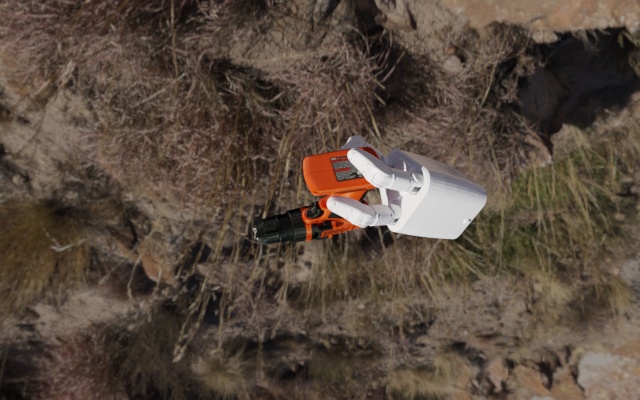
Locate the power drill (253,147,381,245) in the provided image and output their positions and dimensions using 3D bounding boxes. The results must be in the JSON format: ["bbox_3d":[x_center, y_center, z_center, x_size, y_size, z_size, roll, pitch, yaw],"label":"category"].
[{"bbox_3d":[0.000,0.002,0.666,0.184,0.057,0.188,-12,-22,-17],"label":"power drill"}]
